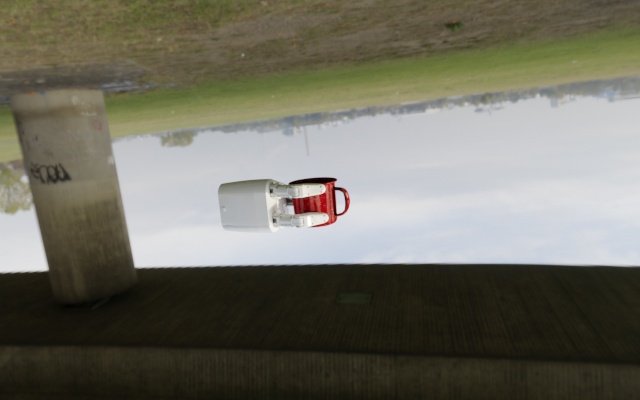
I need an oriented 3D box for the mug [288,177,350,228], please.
[{"bbox_3d":[0.002,0.003,0.898,0.117,0.081,0.093,-1,12,22],"label":"mug"}]
